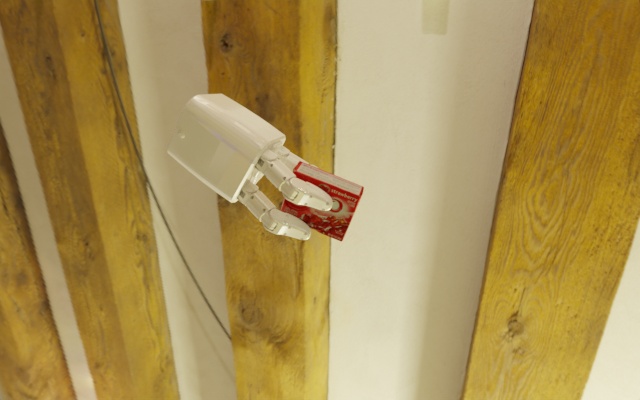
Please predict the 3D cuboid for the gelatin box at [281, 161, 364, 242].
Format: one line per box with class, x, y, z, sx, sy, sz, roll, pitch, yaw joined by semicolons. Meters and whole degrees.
gelatin box;0.001;0.002;0.595;0.089;0.073;0.030;22;33;3
